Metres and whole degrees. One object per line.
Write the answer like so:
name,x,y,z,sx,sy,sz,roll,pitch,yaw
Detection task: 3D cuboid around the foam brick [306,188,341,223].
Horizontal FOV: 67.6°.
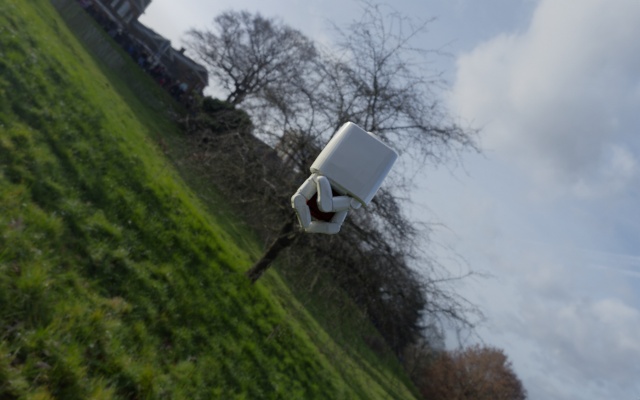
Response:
foam brick,0.000,0.003,0.854,0.053,0.051,0.078,37,-8,-12
